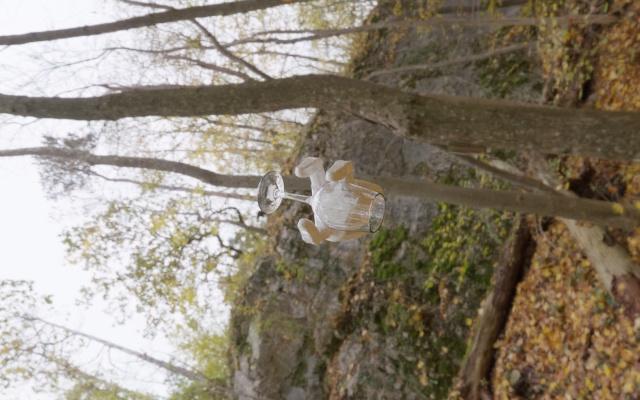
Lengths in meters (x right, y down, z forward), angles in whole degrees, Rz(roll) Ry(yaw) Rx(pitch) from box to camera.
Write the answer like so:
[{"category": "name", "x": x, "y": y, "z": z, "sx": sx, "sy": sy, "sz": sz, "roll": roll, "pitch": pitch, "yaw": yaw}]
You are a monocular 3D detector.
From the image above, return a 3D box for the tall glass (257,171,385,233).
[{"category": "tall glass", "x": -0.001, "y": 0.002, "z": 0.767, "sx": 0.201, "sy": 0.079, "sz": 0.079, "roll": 11, "pitch": 5, "yaw": 29}]
